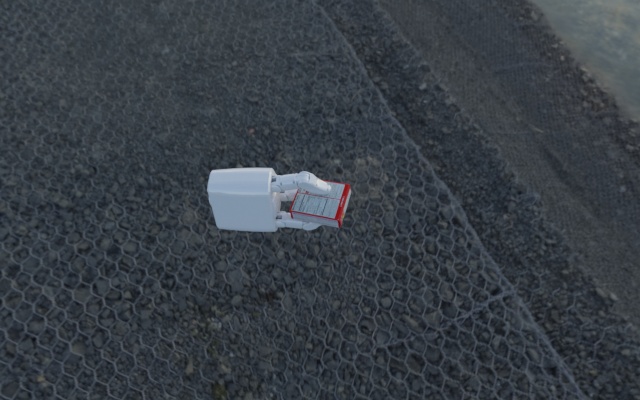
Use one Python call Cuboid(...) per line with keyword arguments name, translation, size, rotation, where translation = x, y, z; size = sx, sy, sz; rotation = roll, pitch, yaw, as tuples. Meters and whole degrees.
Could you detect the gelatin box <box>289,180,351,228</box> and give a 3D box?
Cuboid(name="gelatin box", translation=(0.000, 0.002, 0.808), size=(0.089, 0.073, 0.030), rotation=(9, -31, 15))
